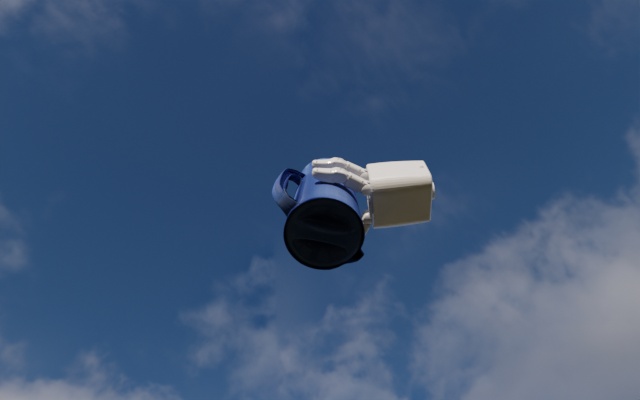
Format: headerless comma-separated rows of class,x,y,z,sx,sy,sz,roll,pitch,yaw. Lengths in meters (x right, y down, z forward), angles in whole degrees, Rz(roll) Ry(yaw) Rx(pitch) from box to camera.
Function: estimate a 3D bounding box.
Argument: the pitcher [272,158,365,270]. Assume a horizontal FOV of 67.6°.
pitcher,0.000,0.003,0.873,0.145,0.149,0.242,-6,24,3
